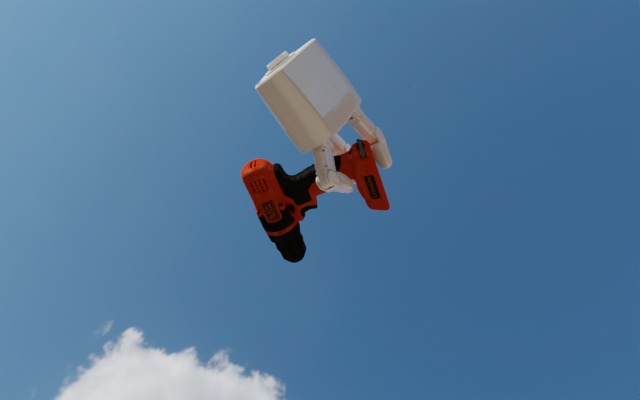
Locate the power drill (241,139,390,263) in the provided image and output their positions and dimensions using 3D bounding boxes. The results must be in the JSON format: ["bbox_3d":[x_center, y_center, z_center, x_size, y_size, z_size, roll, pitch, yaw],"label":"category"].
[{"bbox_3d":[0.000,0.002,0.689,0.187,0.185,0.057,-18,36,6],"label":"power drill"}]
